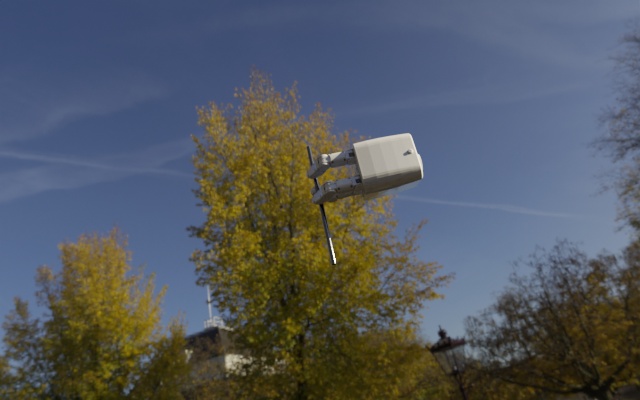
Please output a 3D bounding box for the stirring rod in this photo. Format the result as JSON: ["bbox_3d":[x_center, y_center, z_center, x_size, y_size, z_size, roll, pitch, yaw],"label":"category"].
[{"bbox_3d":[0.000,0.003,0.864,0.011,0.239,0.011,-10,-26,-5],"label":"stirring rod"}]
